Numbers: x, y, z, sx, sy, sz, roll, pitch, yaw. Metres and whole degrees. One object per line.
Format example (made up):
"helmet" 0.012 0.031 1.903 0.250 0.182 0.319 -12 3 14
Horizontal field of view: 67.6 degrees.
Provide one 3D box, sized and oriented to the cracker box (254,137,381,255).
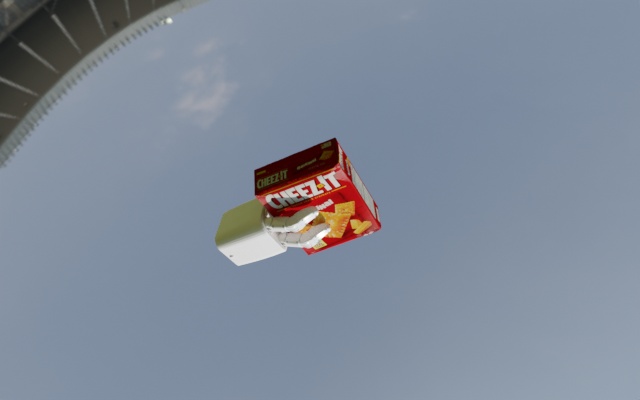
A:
"cracker box" 0.000 0.003 0.888 0.164 0.072 0.214 -21 -42 16
